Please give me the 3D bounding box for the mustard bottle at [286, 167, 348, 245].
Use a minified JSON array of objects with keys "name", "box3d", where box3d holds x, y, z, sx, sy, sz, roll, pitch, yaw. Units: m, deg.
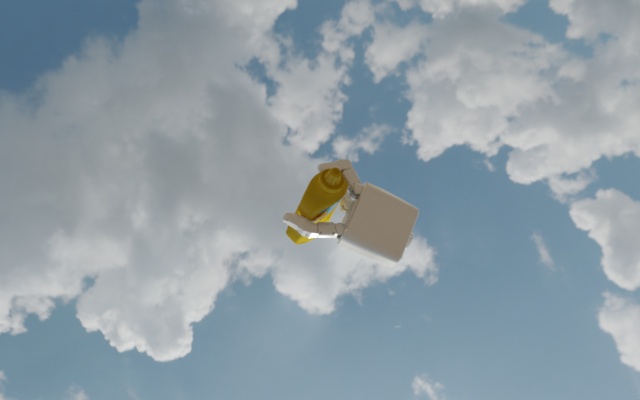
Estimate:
[{"name":"mustard bottle","box3d":[0.000,0.003,0.818,0.096,0.058,0.192,-37,-13,-31]}]
